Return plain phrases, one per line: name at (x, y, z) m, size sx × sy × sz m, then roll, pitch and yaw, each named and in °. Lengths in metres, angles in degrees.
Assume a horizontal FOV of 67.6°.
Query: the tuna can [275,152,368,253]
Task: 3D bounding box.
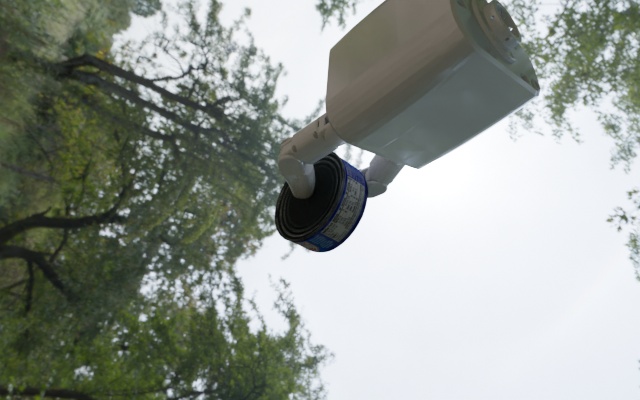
tuna can at (0.000, 0.002, 0.418) m, size 0.034 × 0.086 × 0.086 m, roll 30°, pitch -18°, yaw -35°
